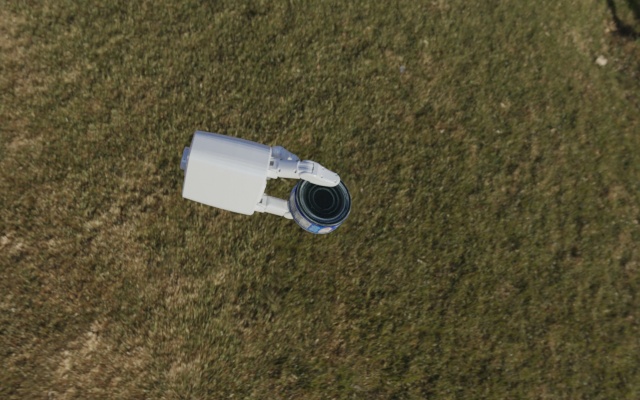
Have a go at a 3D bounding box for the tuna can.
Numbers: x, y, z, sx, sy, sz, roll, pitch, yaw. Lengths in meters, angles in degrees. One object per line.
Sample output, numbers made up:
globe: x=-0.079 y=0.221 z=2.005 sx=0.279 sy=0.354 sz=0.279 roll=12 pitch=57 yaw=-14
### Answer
tuna can: x=0.000 y=0.002 z=0.679 sx=0.086 sy=0.086 sz=0.034 roll=0 pitch=-21 yaw=-22
